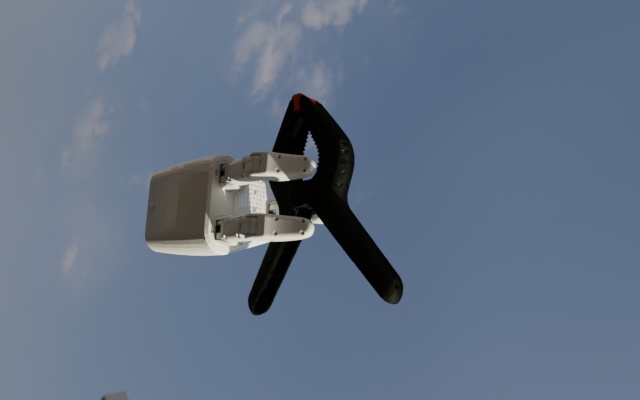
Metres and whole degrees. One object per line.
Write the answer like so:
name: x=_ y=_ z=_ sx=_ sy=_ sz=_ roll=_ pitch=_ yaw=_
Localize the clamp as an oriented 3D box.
clamp: x=0.000 y=0.001 z=0.434 sx=0.164 sy=0.210 sz=0.036 roll=-6 pitch=-12 yaw=37
